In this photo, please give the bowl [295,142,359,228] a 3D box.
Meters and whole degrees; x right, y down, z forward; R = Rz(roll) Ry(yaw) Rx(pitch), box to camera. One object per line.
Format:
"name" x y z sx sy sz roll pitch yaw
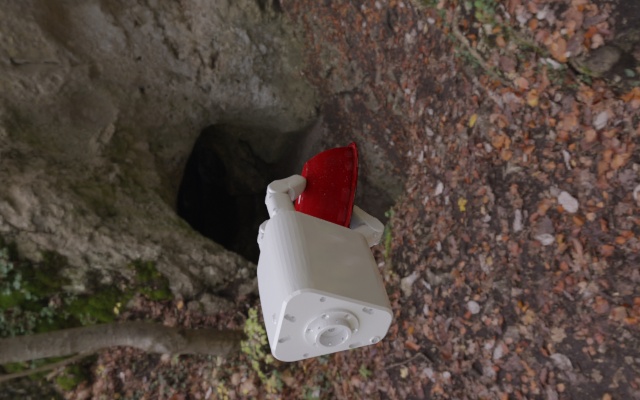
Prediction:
"bowl" 0.000 0.001 0.592 0.055 0.162 0.162 11 -1 -7
